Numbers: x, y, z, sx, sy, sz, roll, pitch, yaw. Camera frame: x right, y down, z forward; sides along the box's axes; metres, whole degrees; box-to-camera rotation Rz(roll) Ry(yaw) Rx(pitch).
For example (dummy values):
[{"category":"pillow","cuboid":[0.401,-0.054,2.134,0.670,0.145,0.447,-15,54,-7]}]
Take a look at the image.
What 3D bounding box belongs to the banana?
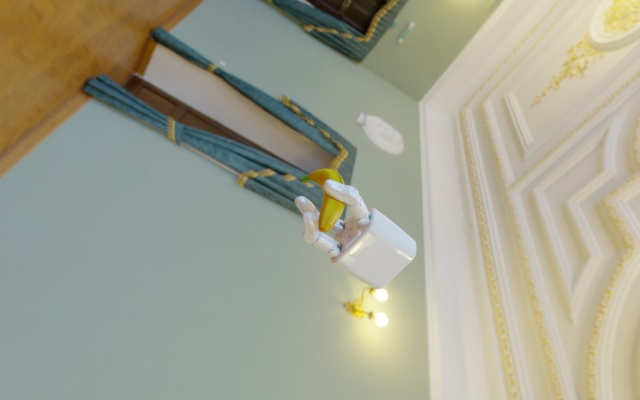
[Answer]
[{"category":"banana","cuboid":[0.013,-0.011,0.822,0.037,0.069,0.197,42,12,-25]}]
